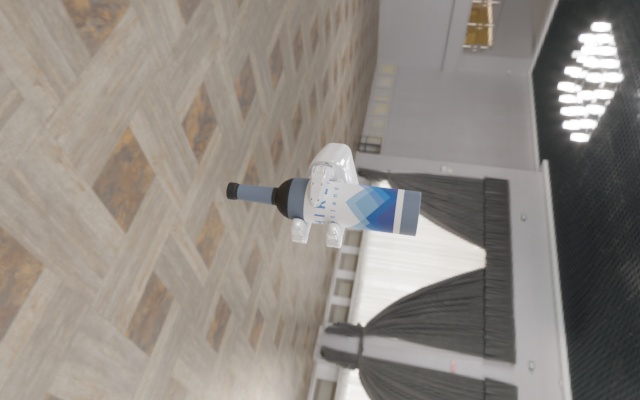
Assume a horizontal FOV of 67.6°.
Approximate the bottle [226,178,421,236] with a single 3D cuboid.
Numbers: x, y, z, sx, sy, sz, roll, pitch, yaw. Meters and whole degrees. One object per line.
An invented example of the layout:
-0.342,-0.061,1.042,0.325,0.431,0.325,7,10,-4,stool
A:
0.000,0.002,0.728,0.295,0.069,0.069,7,1,10,bottle
